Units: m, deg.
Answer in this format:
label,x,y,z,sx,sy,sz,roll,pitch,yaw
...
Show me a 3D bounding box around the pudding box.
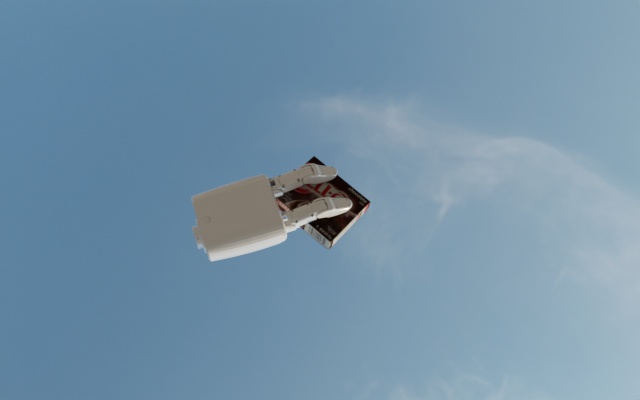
label,x,y,z,sx,sy,sz,roll,pitch,yaw
pudding box,0.000,0.002,0.689,0.090,0.113,0.039,-44,-12,-24
